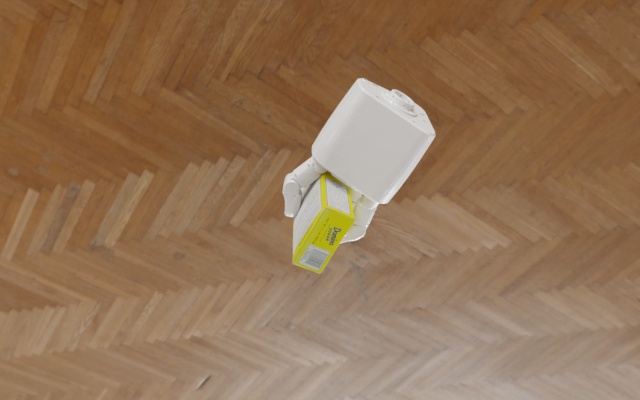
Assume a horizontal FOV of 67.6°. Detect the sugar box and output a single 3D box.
[{"bbox_3d":[0.001,0.002,0.630,0.048,0.093,0.176,24,30,-14],"label":"sugar box"}]
